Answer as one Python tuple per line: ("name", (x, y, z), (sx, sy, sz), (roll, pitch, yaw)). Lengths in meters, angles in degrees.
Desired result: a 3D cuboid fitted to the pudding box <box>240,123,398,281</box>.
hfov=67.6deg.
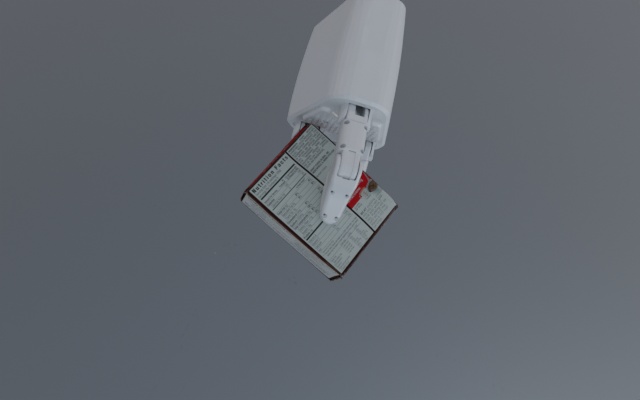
("pudding box", (0.000, 0.001, 0.426), (0.113, 0.090, 0.039), (42, -19, -2))
